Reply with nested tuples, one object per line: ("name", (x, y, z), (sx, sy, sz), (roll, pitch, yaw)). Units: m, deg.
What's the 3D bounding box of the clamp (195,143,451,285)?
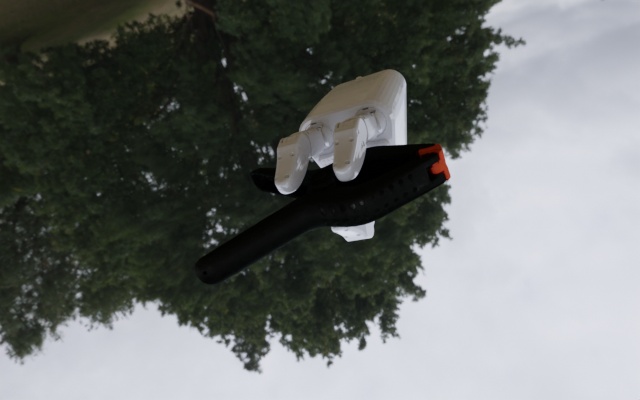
("clamp", (0.001, 0.002, 0.401), (0.210, 0.036, 0.164), (-12, 31, 26))
